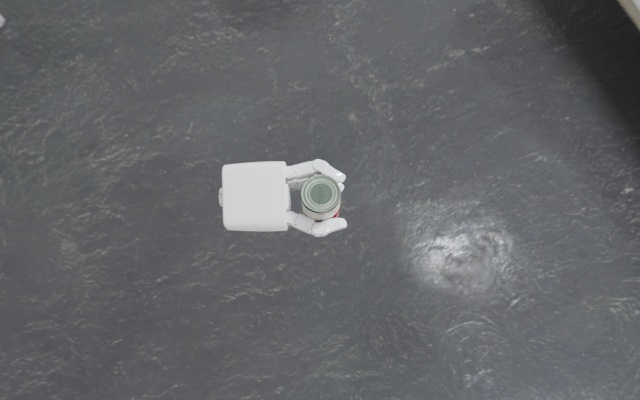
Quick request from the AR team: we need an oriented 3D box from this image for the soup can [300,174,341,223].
[{"bbox_3d":[0.001,0.003,0.814,0.068,0.068,0.102,0,-17,0],"label":"soup can"}]
